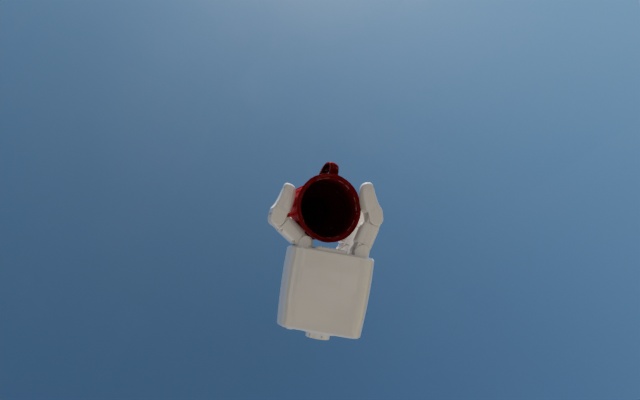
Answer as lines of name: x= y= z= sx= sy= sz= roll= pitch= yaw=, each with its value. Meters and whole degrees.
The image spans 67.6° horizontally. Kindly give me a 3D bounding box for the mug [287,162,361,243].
mug: x=0.000 y=0.001 z=0.675 sx=0.093 sy=0.117 sz=0.081 roll=14 pitch=-11 yaw=-19
